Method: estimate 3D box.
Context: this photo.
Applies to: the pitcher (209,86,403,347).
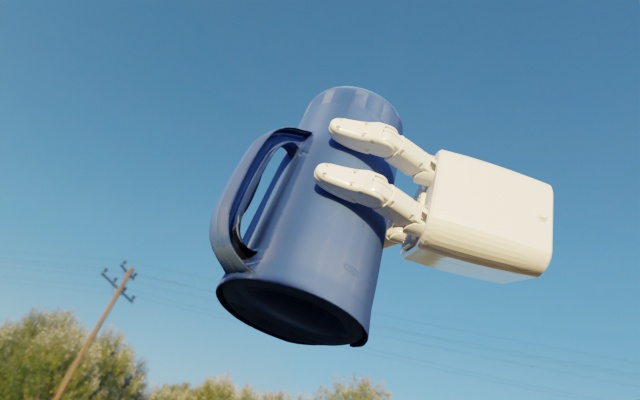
[{"bbox_3d":[0.000,0.002,0.452,0.145,0.242,0.149,17,-33,3],"label":"pitcher"}]
